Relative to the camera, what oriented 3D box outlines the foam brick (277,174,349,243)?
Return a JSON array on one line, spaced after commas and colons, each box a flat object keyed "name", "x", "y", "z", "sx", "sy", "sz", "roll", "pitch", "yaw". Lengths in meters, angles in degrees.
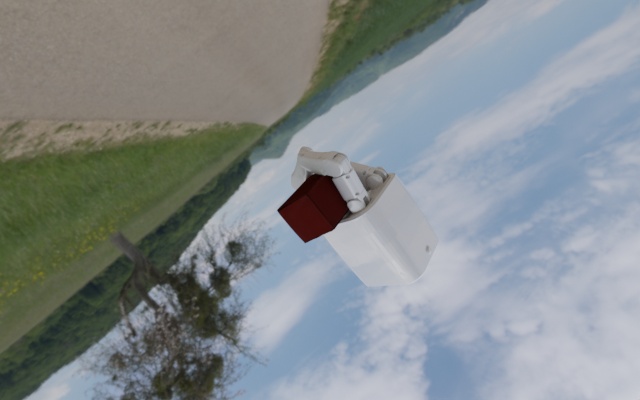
[{"name": "foam brick", "x": 0.000, "y": 0.002, "z": 0.546, "sx": 0.053, "sy": 0.051, "sz": 0.078, "roll": -27, "pitch": 15, "yaw": 42}]
